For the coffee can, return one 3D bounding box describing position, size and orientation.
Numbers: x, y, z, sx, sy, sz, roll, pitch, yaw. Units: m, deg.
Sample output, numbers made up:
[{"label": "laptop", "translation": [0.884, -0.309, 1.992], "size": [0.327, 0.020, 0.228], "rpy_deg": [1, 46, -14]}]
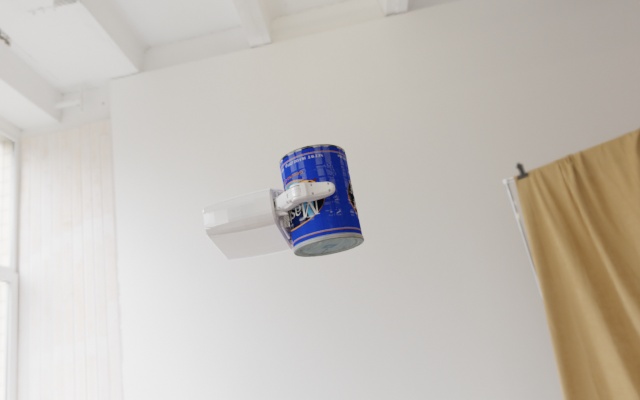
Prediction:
[{"label": "coffee can", "translation": [0.000, 0.002, 0.703], "size": [0.103, 0.140, 0.103], "rpy_deg": [-10, -18, -3]}]
